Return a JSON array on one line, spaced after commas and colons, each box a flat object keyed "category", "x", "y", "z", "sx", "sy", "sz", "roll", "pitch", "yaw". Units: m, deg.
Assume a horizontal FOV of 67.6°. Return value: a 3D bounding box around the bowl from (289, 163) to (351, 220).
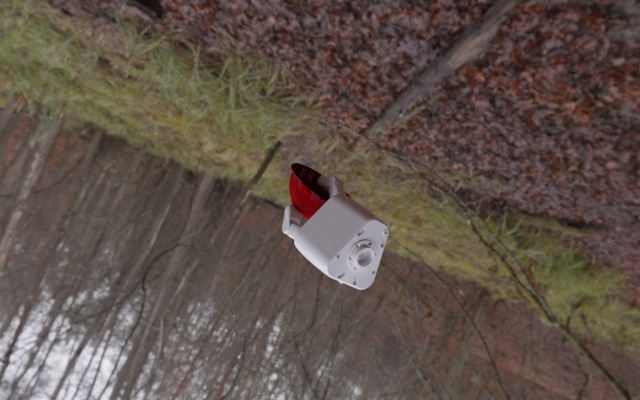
[{"category": "bowl", "x": 0.000, "y": 0.003, "z": 0.850, "sx": 0.162, "sy": 0.055, "sz": 0.162, "roll": 34, "pitch": 15, "yaw": -11}]
